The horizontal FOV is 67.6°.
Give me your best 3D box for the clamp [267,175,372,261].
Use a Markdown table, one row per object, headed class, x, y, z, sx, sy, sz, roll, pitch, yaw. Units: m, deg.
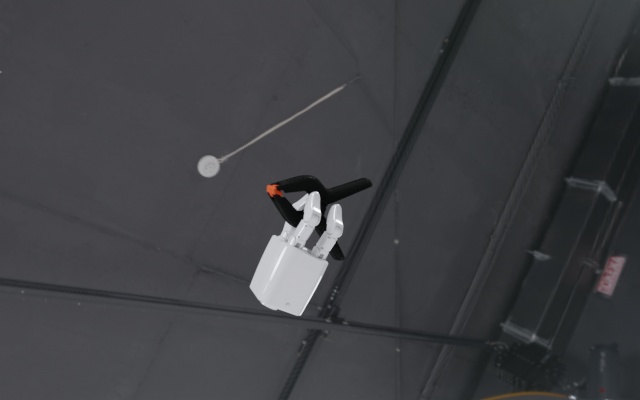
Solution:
| class | x | y | z | sx | sy | sz | roll | pitch | yaw |
| --- | --- | --- | --- | --- | --- | --- | --- | --- | --- |
| clamp | -0.001 | 0.003 | 0.856 | 0.210 | 0.164 | 0.036 | 29 | -6 | -36 |
